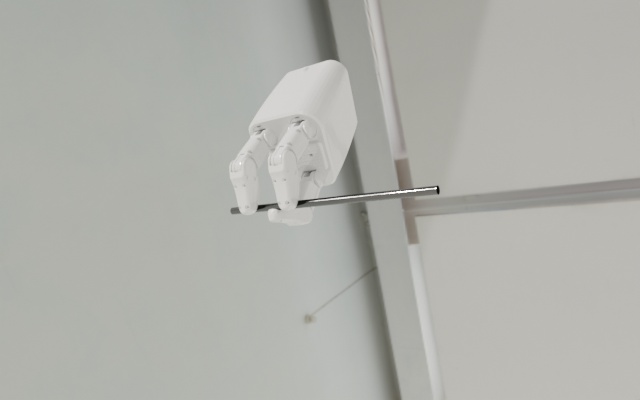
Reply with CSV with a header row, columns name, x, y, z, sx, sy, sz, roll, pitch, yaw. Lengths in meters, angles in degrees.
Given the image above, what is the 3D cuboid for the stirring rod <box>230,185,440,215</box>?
name,x,y,z,sx,sy,sz,roll,pitch,yaw
stirring rod,0.000,0.001,0.469,0.239,0.011,0.011,-6,-3,35
